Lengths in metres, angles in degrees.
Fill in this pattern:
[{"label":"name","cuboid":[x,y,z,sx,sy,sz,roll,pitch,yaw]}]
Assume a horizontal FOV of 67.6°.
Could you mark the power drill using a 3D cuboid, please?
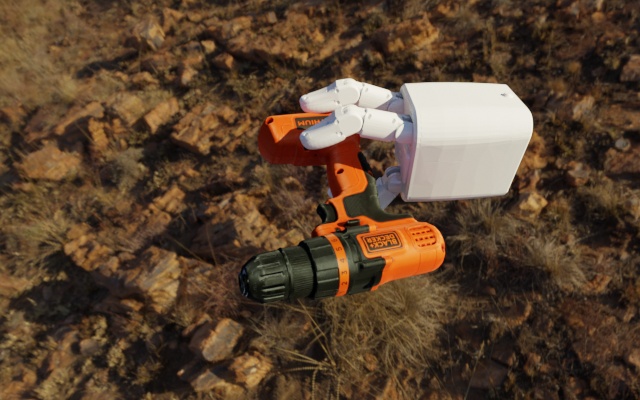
[{"label":"power drill","cuboid":[0.000,0.001,0.442,0.184,0.187,0.057,-7,-35,-23]}]
